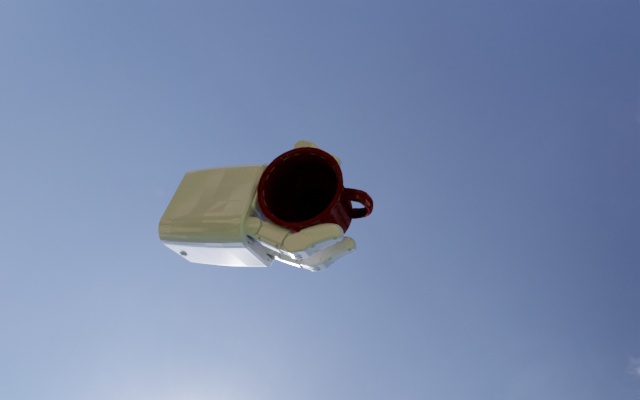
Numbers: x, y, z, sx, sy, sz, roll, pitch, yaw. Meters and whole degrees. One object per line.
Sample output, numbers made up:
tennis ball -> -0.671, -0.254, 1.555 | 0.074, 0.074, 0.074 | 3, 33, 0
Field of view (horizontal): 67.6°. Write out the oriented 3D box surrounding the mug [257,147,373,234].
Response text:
mug -> 0.002, 0.002, 0.521 | 0.117, 0.093, 0.081 | 1, -25, 18
